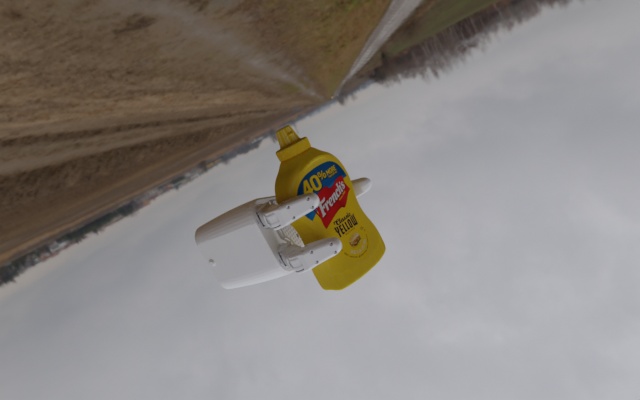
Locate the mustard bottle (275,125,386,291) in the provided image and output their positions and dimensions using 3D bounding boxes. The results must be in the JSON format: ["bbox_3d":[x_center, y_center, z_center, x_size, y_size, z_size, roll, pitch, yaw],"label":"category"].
[{"bbox_3d":[0.000,0.002,0.557,0.096,0.191,0.058,-34,12,-33],"label":"mustard bottle"}]
